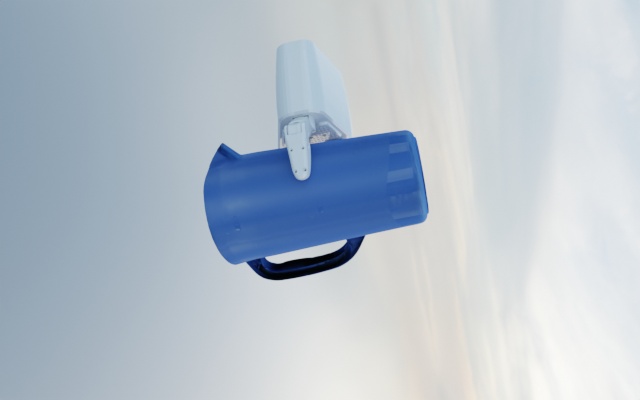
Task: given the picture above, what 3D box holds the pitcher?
[{"bbox_3d":[0.000,0.002,0.566,0.243,0.145,0.149,-10,-22,10],"label":"pitcher"}]
